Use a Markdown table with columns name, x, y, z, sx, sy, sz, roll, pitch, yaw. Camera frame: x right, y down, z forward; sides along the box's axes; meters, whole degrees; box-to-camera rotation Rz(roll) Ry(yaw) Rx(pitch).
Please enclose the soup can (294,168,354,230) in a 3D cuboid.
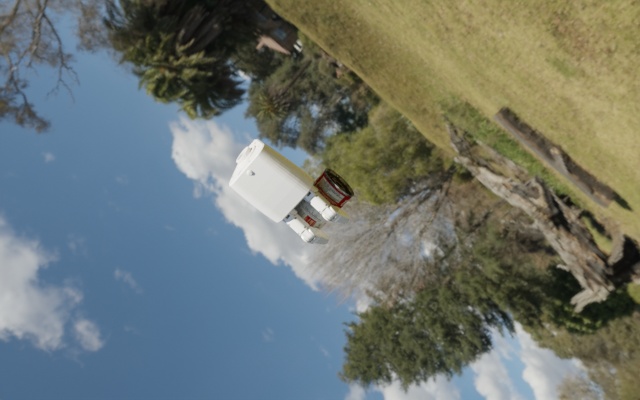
| name | x | y | z | sx | sy | sz | roll | pitch | yaw |
| --- | --- | --- | --- | --- | --- | --- | --- | --- | --- |
| soup can | 0.000 | 0.003 | 0.840 | 0.102 | 0.068 | 0.068 | -46 | -17 | 17 |
